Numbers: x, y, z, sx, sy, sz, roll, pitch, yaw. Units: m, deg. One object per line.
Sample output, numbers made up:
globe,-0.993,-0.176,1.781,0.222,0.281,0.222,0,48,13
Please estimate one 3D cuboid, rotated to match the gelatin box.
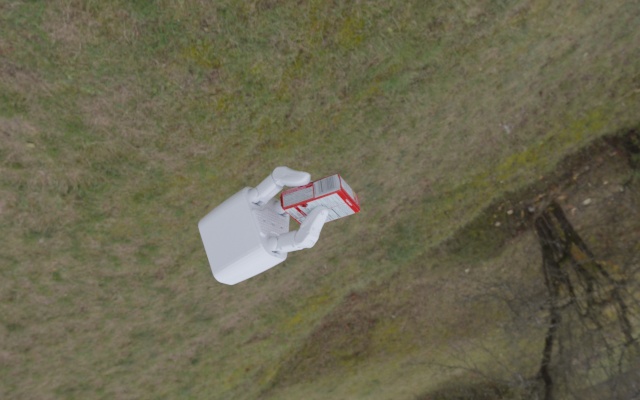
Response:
gelatin box,0.000,0.002,0.655,0.089,0.030,0.073,-18,-31,18
